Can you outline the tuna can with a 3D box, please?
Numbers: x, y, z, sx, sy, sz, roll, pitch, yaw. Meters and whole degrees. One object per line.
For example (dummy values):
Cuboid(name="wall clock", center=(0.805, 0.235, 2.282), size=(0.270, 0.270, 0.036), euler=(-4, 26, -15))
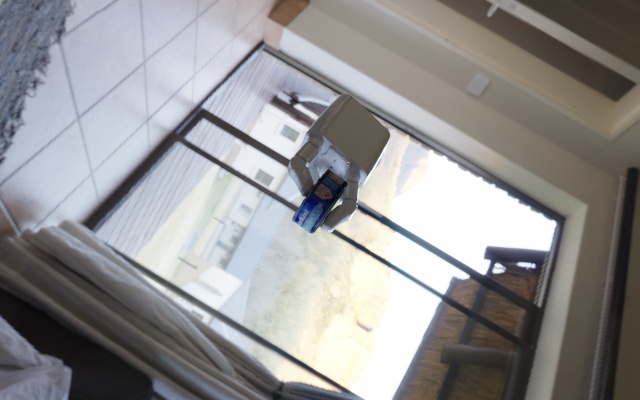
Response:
Cuboid(name="tuna can", center=(0.001, 0.002, 0.637), size=(0.034, 0.086, 0.086), euler=(35, 3, 4))
